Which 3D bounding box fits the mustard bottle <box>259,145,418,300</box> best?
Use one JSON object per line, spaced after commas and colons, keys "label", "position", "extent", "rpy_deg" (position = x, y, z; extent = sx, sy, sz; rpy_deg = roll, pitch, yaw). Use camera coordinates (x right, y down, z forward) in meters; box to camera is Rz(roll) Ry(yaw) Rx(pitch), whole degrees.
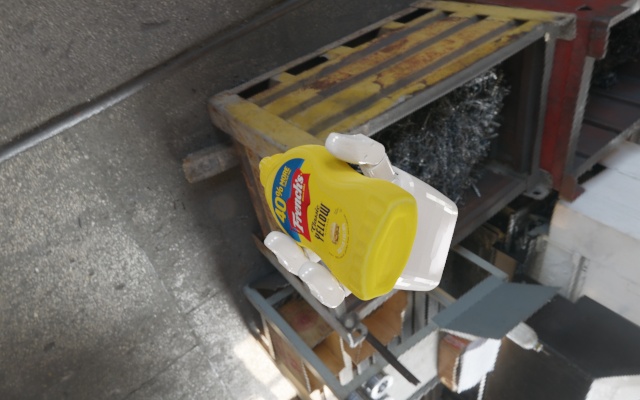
{"label": "mustard bottle", "position": [0.000, 0.002, 0.443], "extent": [0.058, 0.096, 0.191], "rpy_deg": [-10, 31, -37]}
